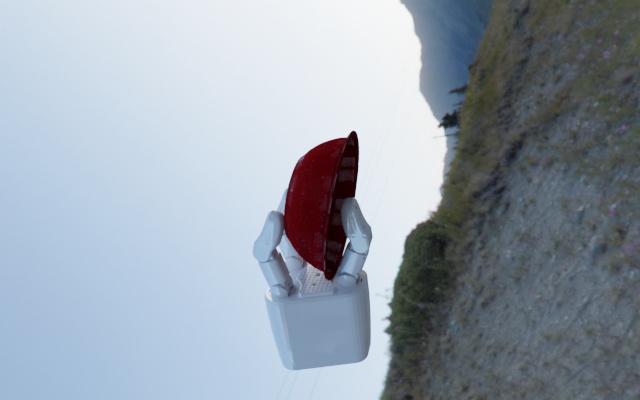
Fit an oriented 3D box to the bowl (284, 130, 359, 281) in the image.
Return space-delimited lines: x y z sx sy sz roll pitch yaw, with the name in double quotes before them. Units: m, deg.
"bowl" 0.000 0.000 0.515 0.055 0.162 0.162 10 2 11
